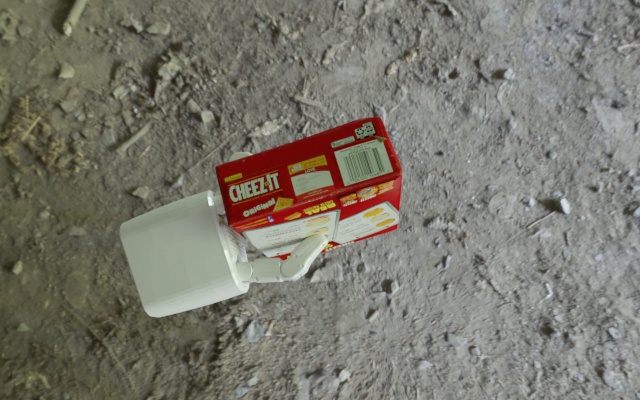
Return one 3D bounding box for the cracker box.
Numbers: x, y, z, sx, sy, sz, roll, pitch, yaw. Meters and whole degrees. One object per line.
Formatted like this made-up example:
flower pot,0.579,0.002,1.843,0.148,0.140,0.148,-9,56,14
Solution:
cracker box,0.000,0.002,0.528,0.164,0.072,0.214,-18,-18,2
